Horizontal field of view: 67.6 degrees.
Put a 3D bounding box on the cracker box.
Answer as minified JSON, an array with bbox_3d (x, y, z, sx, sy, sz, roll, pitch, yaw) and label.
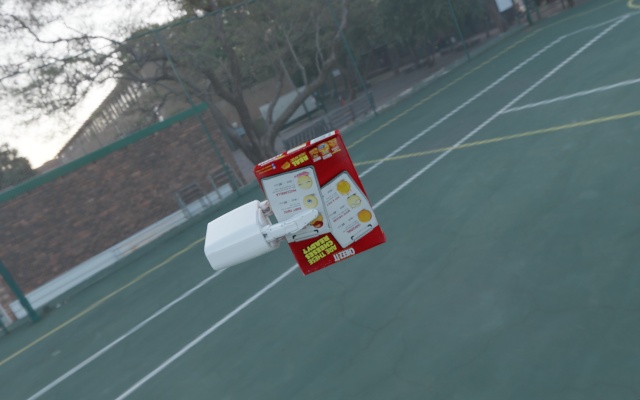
[{"bbox_3d":[0.000,0.003,0.856,0.164,0.214,0.072,-23,14,6],"label":"cracker box"}]
